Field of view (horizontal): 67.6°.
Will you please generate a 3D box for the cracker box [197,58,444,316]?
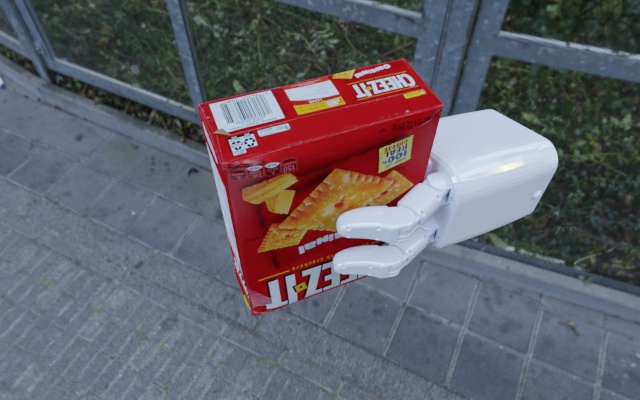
[{"bbox_3d":[0.000,0.001,0.410,0.164,0.072,0.214,-16,-38,-14],"label":"cracker box"}]
